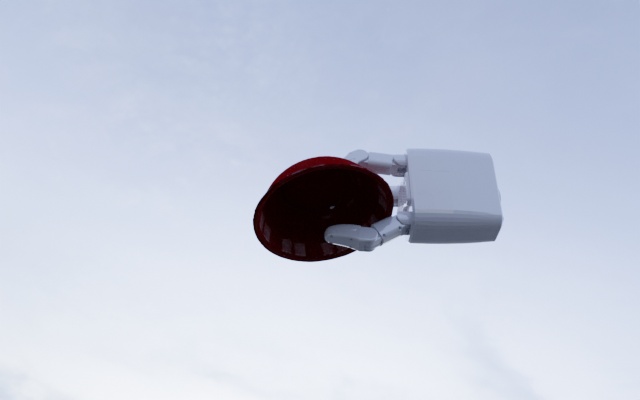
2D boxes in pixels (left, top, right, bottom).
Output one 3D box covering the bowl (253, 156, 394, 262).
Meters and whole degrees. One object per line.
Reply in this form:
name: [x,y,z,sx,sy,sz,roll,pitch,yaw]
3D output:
bowl: [-0.001,0.001,0.554,0.162,0.055,0.162,-8,-43,-7]
